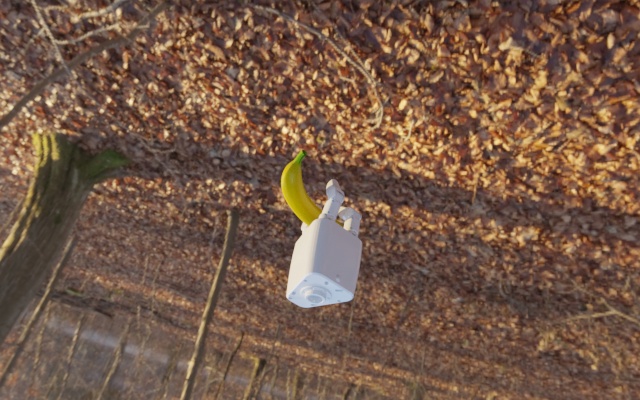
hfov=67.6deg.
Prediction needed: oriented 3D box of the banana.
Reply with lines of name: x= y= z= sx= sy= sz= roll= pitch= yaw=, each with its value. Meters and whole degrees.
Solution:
banana: x=-0.018 y=0.005 z=0.829 sx=0.069 sy=0.198 sz=0.037 roll=-15 pitch=39 yaw=18
